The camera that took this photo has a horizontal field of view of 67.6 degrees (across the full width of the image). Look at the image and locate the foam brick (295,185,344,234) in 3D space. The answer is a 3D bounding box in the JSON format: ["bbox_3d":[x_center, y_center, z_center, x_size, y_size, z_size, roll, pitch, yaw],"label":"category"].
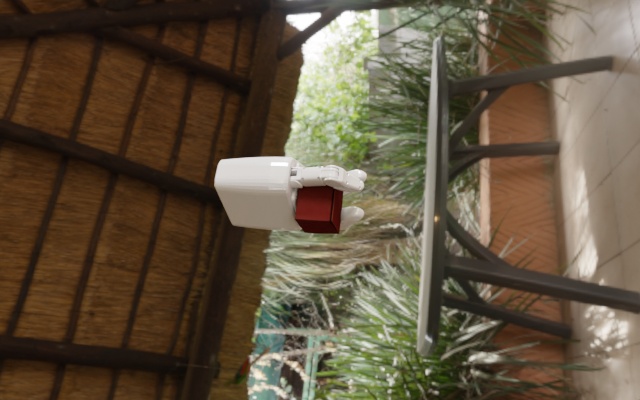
[{"bbox_3d":[0.000,0.002,0.657,0.051,0.078,0.053,0,-24,14],"label":"foam brick"}]
